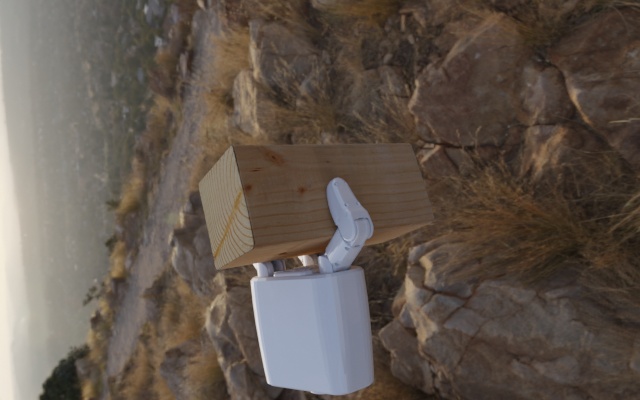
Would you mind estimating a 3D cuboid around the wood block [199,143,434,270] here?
[{"bbox_3d":[0.000,0.002,0.474,0.206,0.090,0.091,-5,-16,-35],"label":"wood block"}]
